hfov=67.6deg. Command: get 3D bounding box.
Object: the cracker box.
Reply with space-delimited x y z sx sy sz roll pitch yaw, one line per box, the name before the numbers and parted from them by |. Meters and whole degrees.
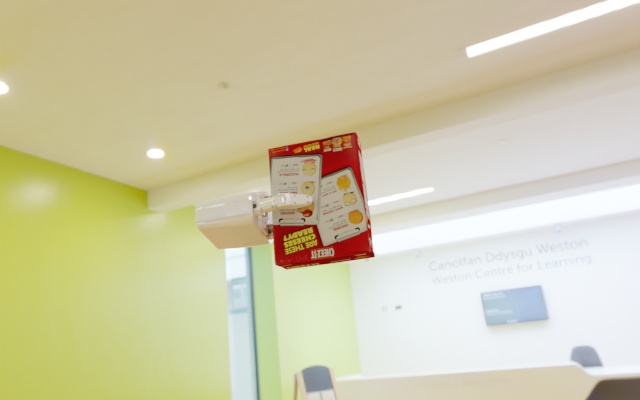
cracker box | 0.000 0.003 0.834 0.164 0.213 0.072 -9 -17 13
